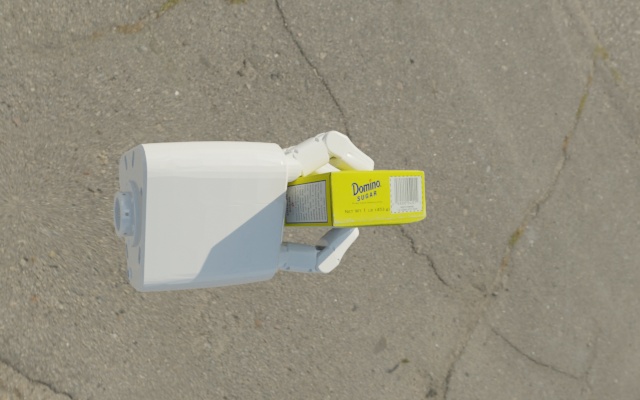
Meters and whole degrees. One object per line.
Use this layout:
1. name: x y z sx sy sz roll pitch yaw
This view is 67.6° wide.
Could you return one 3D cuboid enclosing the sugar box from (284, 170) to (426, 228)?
1. sugar box: 0.000 0.001 0.429 0.093 0.048 0.176 -2 0 -33
